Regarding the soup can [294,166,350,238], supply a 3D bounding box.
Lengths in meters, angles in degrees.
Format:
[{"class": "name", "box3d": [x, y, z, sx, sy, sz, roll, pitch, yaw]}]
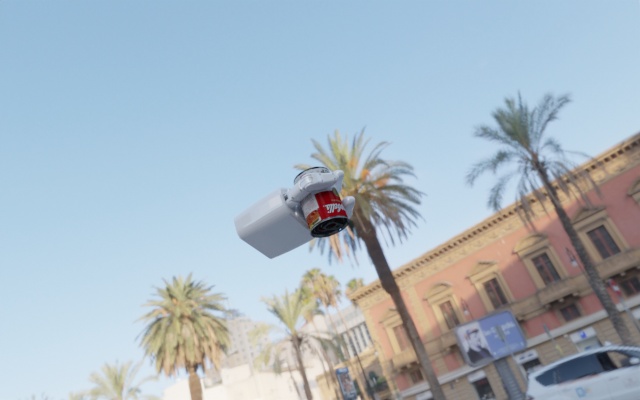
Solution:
[{"class": "soup can", "box3d": [0.000, 0.002, 0.802, 0.068, 0.102, 0.068, -16, -27, -8]}]
